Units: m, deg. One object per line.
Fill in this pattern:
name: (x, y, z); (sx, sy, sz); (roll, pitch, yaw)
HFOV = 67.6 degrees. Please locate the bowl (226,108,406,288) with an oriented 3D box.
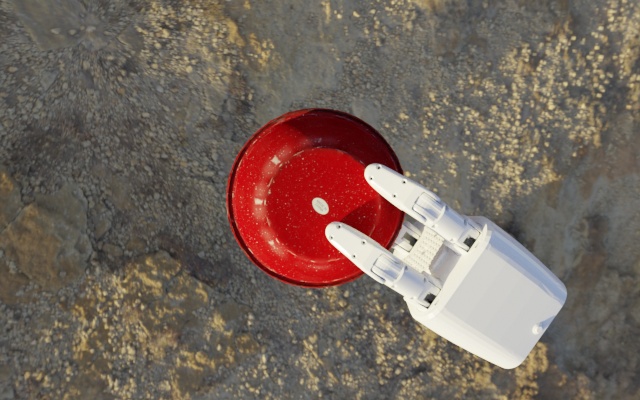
bowl: (-0.001, 0.001, 0.401); (0.162, 0.162, 0.055); (0, 5, -5)
